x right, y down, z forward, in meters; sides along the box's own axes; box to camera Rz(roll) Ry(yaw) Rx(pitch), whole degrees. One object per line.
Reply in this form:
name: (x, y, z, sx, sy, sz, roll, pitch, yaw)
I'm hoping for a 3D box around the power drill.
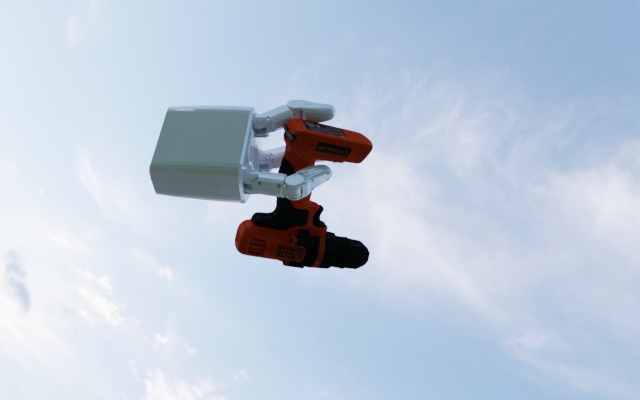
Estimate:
power drill: (0.000, 0.001, 0.602, 0.184, 0.188, 0.057, 10, 22, -21)
